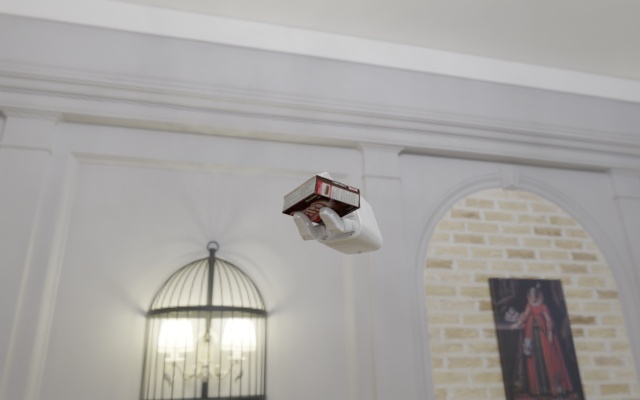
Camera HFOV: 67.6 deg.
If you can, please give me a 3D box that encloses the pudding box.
[{"bbox_3d":[0.000,0.003,0.808,0.090,0.039,0.113,17,-29,-28],"label":"pudding box"}]
